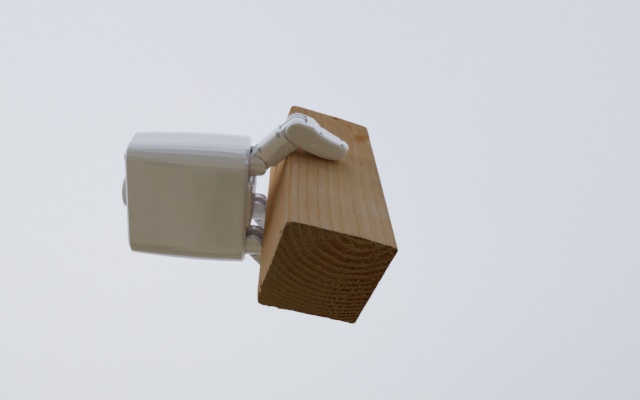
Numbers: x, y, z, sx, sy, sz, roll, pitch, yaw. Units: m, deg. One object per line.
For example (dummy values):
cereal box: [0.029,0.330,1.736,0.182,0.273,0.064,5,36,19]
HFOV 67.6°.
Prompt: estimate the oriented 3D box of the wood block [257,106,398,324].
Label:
wood block: [0.000,0.001,0.454,0.090,0.091,0.206,15,33,-13]
